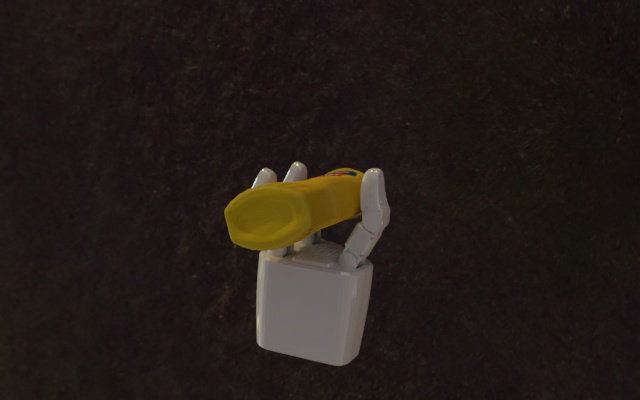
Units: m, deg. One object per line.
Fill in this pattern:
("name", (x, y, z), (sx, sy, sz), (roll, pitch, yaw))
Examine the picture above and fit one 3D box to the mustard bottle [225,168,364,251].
("mustard bottle", (0.000, 0.001, 0.489), (0.096, 0.058, 0.191), (-14, 1, 33))
